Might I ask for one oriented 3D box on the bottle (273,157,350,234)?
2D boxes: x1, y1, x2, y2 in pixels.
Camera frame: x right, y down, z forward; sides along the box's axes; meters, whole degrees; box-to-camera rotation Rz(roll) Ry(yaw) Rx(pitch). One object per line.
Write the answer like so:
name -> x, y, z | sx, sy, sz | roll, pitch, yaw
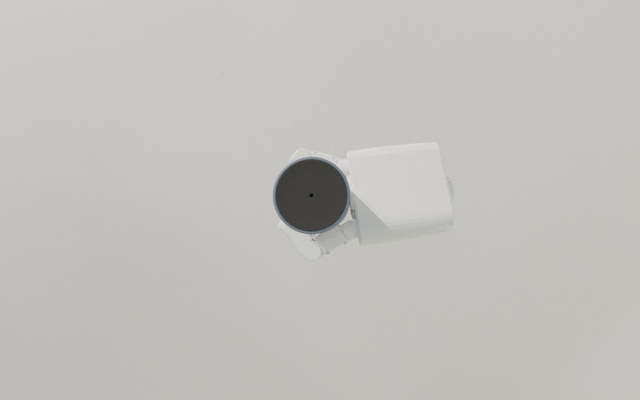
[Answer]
bottle -> 0.000, 0.002, 0.551 | 0.069, 0.069, 0.296 | 0, -2, 3
